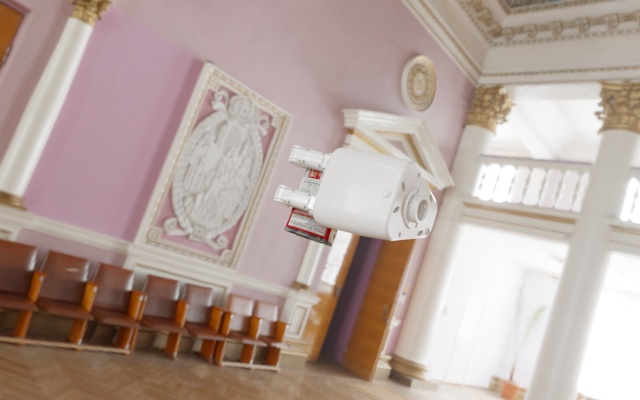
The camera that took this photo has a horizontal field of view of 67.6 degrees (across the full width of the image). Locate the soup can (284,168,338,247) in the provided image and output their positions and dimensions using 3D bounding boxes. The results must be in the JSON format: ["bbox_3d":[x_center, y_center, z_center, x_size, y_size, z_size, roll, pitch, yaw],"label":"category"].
[{"bbox_3d":[0.000,0.002,0.634,0.068,0.102,0.068,19,-7,2],"label":"soup can"}]
